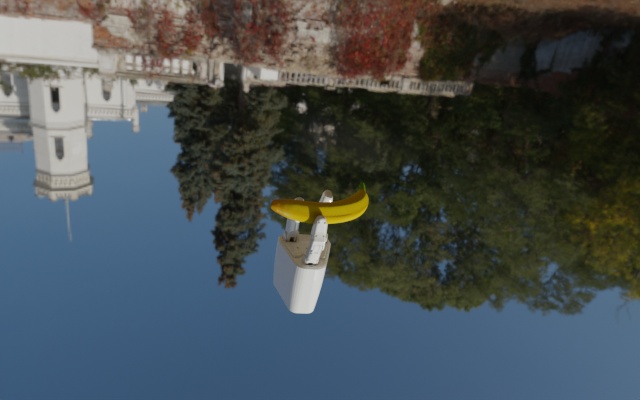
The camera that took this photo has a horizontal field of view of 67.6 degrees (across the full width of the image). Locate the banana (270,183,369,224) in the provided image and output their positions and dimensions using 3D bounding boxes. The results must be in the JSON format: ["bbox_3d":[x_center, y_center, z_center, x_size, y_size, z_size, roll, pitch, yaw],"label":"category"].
[{"bbox_3d":[0.013,0.012,0.813,0.198,0.037,0.069,-10,37,-34],"label":"banana"}]
